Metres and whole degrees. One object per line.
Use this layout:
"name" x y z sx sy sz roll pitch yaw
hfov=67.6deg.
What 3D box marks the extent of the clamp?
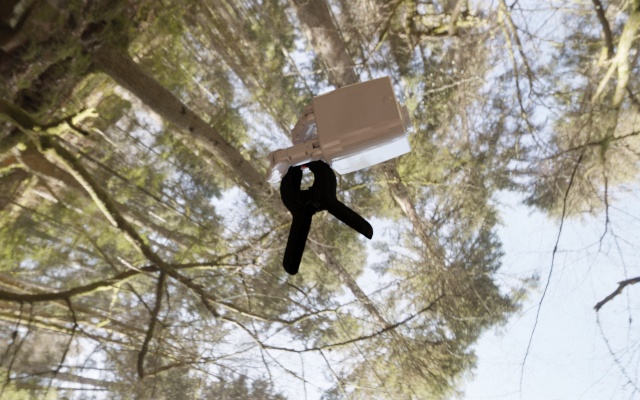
"clamp" 0.000 0.002 0.611 0.120 0.171 0.039 -15 -28 12
